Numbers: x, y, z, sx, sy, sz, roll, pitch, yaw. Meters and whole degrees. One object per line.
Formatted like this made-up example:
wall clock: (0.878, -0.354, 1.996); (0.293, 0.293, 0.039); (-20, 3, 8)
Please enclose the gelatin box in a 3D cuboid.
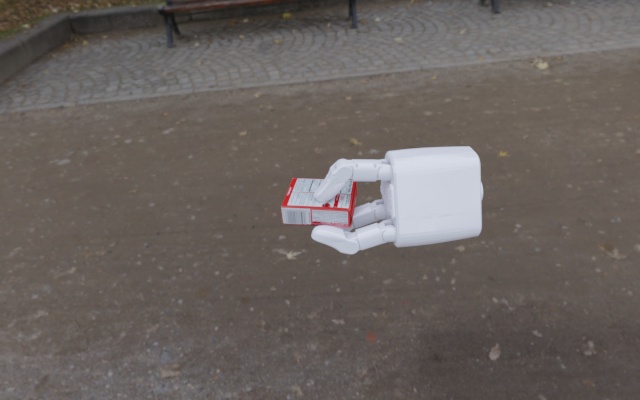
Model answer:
gelatin box: (0.000, 0.002, 0.613); (0.089, 0.030, 0.073); (3, 33, 8)
